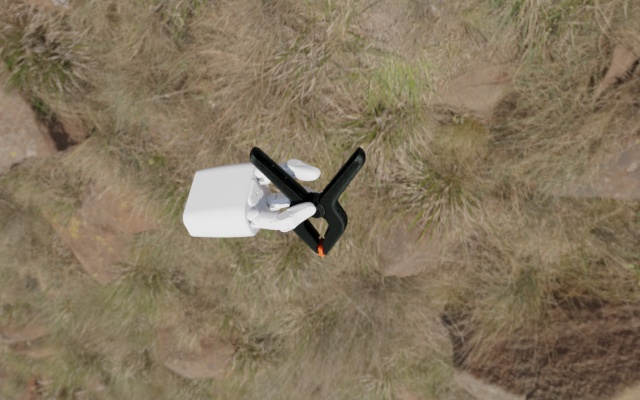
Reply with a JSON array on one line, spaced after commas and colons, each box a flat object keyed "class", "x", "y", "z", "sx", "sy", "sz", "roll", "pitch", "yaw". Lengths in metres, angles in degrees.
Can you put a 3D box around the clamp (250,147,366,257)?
[{"class": "clamp", "x": 0.000, "y": 0.003, "z": 0.713, "sx": 0.164, "sy": 0.210, "sz": 0.036, "roll": -3, "pitch": 40, "yaw": 18}]
